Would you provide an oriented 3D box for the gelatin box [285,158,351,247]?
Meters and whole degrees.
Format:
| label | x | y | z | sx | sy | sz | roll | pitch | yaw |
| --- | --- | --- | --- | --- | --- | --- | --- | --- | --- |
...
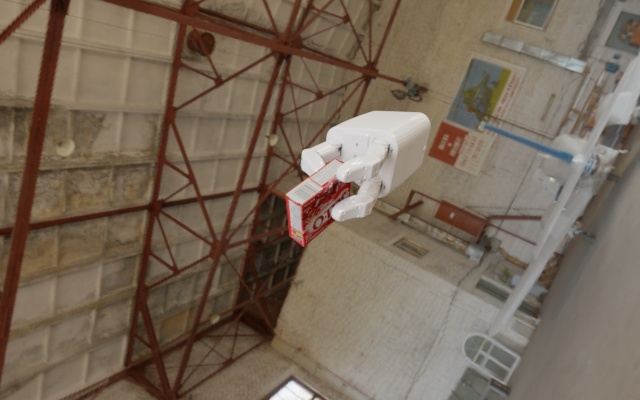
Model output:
| label | x | y | z | sx | sy | sz | roll | pitch | yaw |
| --- | --- | --- | --- | --- | --- | --- | --- | --- | --- |
| gelatin box | 0.000 | 0.002 | 0.576 | 0.030 | 0.073 | 0.089 | 33 | 54 | 29 |
